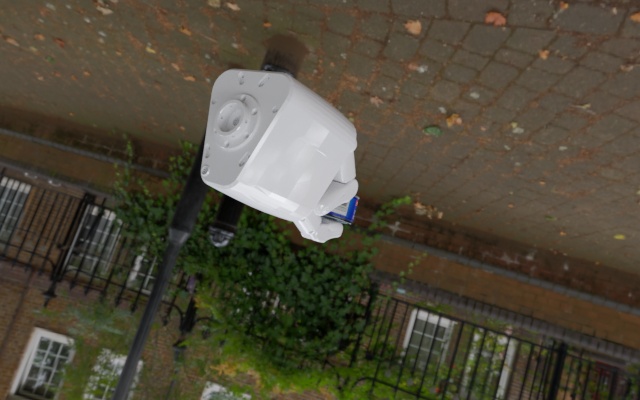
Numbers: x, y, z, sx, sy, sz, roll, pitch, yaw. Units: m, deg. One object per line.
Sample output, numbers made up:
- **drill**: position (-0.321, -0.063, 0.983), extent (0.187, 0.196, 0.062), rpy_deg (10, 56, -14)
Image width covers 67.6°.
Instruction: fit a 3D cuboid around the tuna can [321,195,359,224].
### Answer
- **tuna can**: position (0.000, 0.002, 0.557), extent (0.086, 0.033, 0.086), rpy_deg (14, -5, 1)
